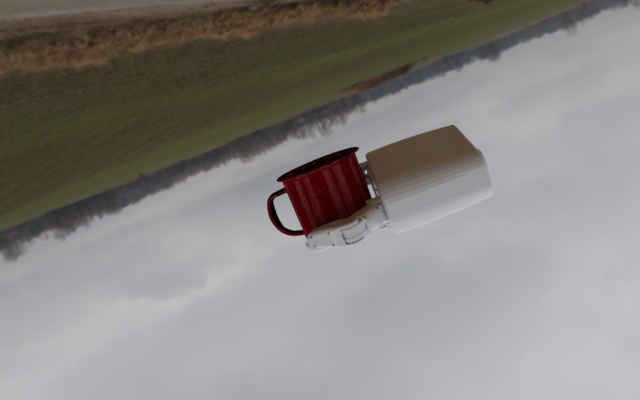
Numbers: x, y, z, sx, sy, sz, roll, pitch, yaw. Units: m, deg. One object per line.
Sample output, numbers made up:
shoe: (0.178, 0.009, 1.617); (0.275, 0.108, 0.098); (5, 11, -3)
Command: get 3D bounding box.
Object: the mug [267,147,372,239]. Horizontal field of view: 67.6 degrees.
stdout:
mug: (-0.001, 0.002, 0.510); (0.117, 0.081, 0.093); (-21, 10, 8)
